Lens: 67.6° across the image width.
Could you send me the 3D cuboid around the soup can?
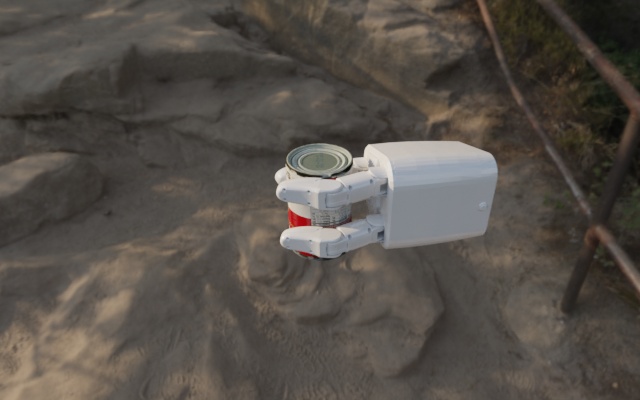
[{"bbox_3d":[0.000,0.001,0.489,0.068,0.102,0.068,-1,33,0],"label":"soup can"}]
